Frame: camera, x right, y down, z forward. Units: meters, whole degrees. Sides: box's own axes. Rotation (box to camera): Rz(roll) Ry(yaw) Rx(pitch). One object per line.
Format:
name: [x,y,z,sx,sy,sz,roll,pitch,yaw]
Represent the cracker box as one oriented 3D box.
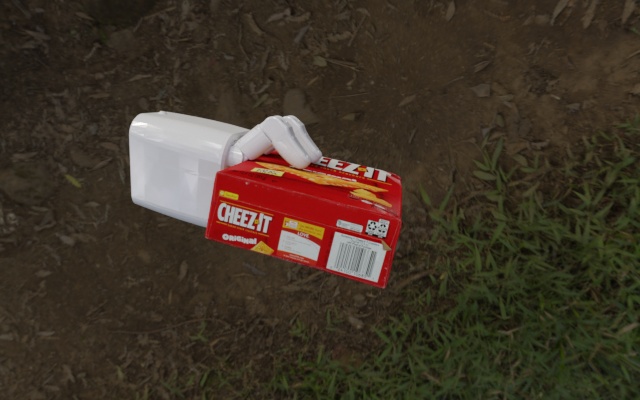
cracker box: [0.000,0.002,0.499,0.164,0.072,0.213,15,14,6]
